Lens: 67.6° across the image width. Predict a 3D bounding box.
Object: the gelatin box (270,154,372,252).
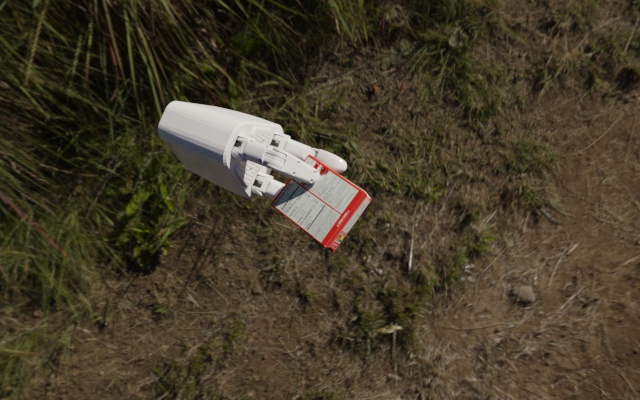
[{"bbox_3d":[0.000,0.002,0.531,0.089,0.073,0.030,36,-1,27],"label":"gelatin box"}]
